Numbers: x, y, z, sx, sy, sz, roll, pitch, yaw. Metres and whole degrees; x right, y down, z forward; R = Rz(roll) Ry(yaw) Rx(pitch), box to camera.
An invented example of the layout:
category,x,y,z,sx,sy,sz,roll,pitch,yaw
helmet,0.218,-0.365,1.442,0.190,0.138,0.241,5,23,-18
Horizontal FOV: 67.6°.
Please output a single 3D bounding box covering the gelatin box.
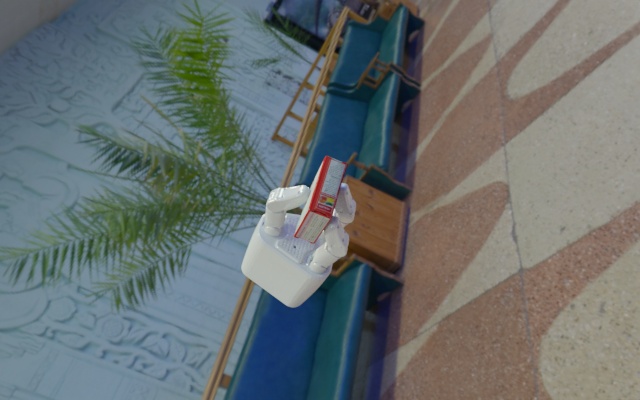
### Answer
category,x,y,z,sx,sy,sz,roll,pitch,yaw
gelatin box,0.000,0.002,0.560,0.030,0.073,0.089,20,-28,-5
